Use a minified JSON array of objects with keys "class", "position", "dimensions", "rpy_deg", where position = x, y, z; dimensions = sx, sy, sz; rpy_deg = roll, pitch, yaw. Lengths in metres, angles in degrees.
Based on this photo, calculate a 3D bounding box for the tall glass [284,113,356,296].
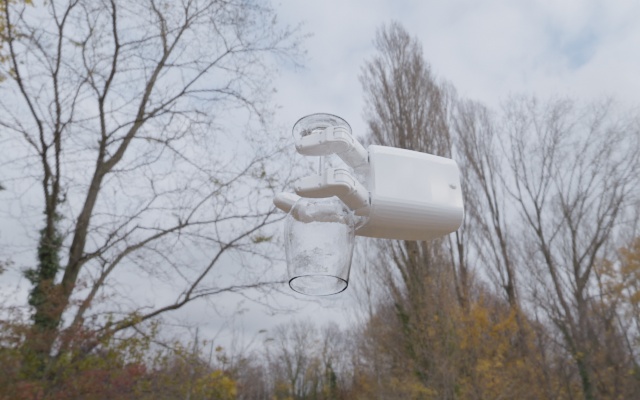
[{"class":"tall glass","position":[0.000,0.001,0.539],"dimensions":[0.079,0.201,0.079],"rpy_deg":[1,-31,1]}]
